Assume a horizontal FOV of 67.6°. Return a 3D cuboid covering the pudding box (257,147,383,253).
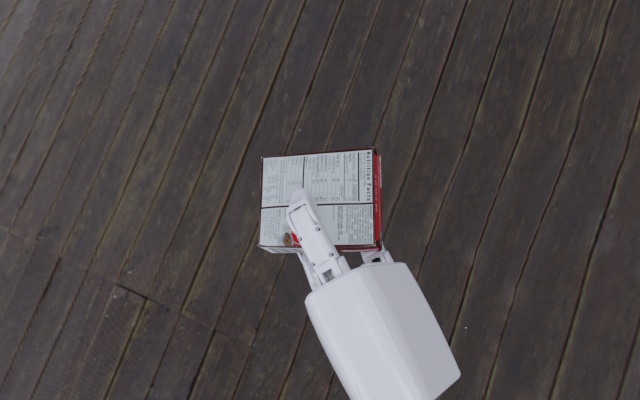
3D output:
[{"bbox_3d":[0.000,0.001,0.440,0.113,0.090,0.039,-2,-13,15],"label":"pudding box"}]
